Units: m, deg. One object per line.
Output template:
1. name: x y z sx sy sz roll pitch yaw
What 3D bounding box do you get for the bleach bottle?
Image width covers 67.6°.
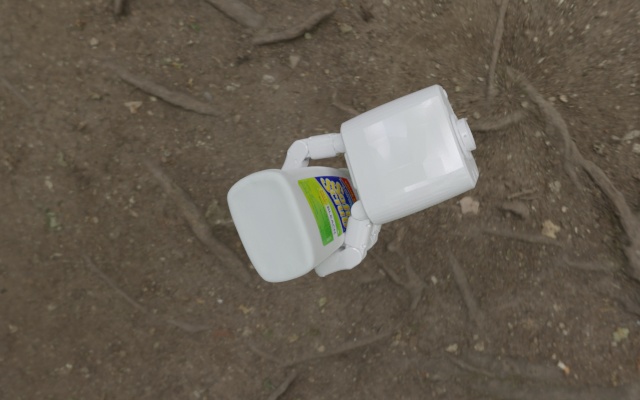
1. bleach bottle: 0.000 0.002 0.525 0.068 0.102 0.251 -19 4 23
